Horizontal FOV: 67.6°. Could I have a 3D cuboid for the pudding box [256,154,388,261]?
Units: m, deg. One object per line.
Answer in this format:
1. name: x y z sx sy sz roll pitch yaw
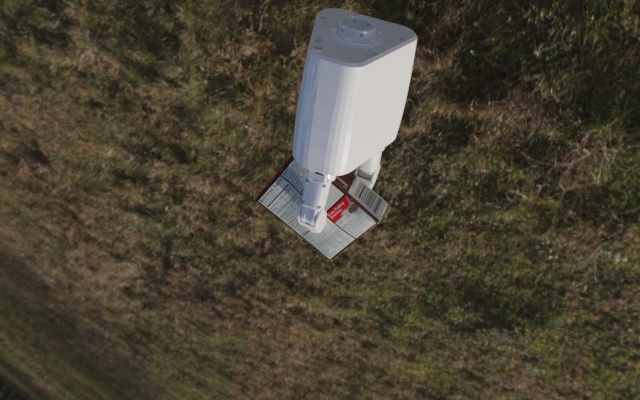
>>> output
1. pudding box: 0.000 0.002 0.512 0.090 0.113 0.039 -43 9 40
